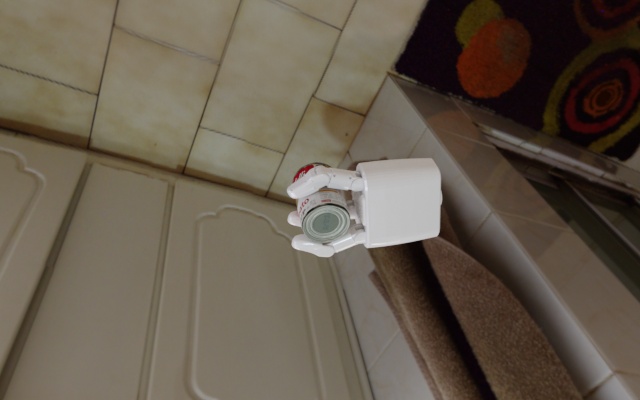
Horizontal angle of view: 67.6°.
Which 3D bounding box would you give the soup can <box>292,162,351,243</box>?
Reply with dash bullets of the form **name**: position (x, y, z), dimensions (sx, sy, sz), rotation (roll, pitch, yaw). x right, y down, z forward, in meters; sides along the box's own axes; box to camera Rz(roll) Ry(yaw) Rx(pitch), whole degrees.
- **soup can**: position (0.000, 0.002, 0.667), dimensions (0.068, 0.068, 0.102), rotation (0, 37, -12)
